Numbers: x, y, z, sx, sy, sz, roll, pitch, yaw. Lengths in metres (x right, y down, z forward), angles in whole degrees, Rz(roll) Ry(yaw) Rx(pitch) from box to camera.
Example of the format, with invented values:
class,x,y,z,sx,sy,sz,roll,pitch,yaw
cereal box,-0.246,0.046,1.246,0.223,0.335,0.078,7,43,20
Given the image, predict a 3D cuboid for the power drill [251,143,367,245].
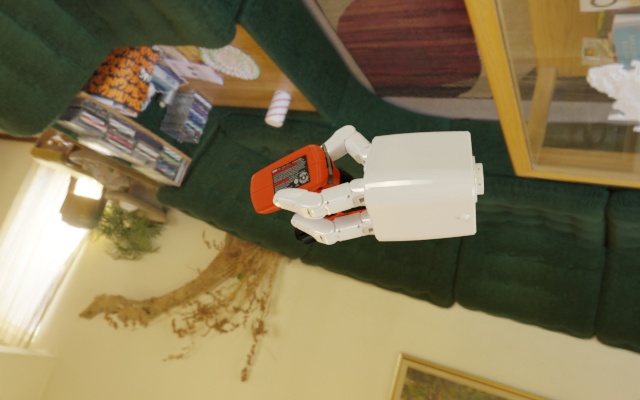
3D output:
class,x,y,z,sx,sy,sz,roll,pitch,yaw
power drill,0.000,0.002,0.613,0.184,0.057,0.188,-26,-26,28
